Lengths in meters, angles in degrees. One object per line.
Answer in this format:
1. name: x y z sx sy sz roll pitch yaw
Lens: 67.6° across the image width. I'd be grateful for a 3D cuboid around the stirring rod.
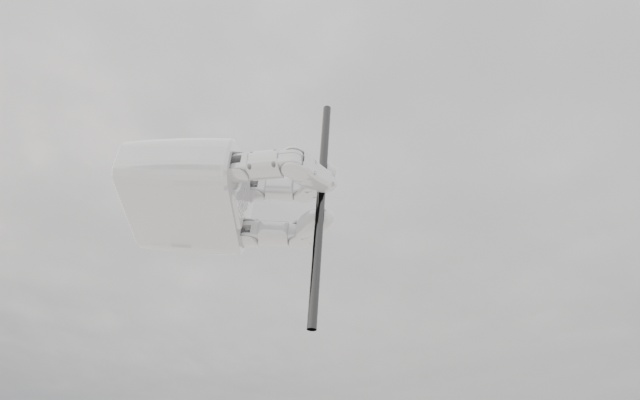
1. stirring rod: 0.000 0.001 0.440 0.011 0.239 0.011 3 -34 2
